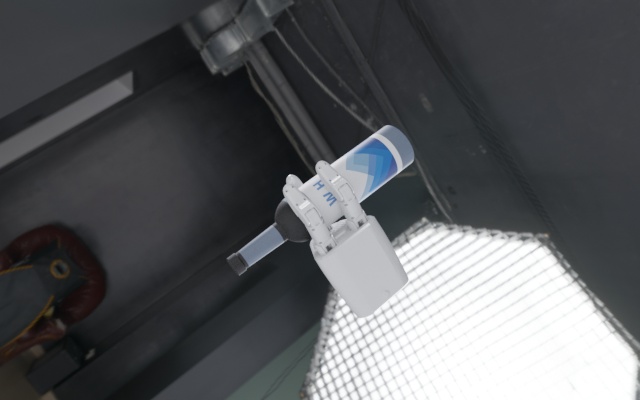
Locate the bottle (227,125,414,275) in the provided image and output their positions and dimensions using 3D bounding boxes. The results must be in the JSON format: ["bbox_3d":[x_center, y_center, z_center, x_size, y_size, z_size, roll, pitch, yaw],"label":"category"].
[{"bbox_3d":[0.000,0.002,0.655,0.295,0.069,0.069,-37,12,-17],"label":"bottle"}]
